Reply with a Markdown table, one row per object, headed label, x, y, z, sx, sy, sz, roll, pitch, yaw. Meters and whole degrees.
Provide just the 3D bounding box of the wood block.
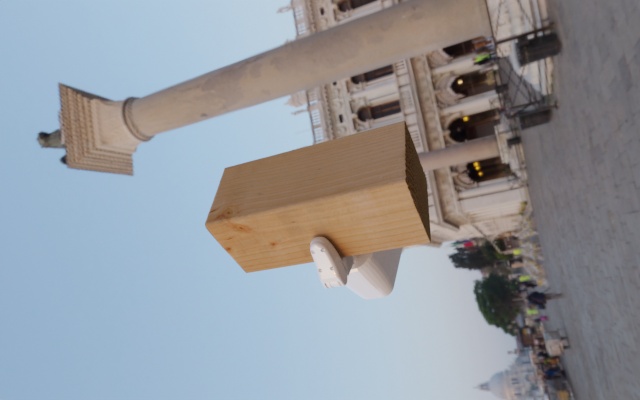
| label | x | y | z | sx | sy | sz | roll | pitch | yaw |
| --- | --- | --- | --- | --- | --- | --- | --- | --- | --- |
| wood block | 0.000 | 0.002 | 0.495 | 0.206 | 0.090 | 0.090 | -13 | -46 | 20 |
